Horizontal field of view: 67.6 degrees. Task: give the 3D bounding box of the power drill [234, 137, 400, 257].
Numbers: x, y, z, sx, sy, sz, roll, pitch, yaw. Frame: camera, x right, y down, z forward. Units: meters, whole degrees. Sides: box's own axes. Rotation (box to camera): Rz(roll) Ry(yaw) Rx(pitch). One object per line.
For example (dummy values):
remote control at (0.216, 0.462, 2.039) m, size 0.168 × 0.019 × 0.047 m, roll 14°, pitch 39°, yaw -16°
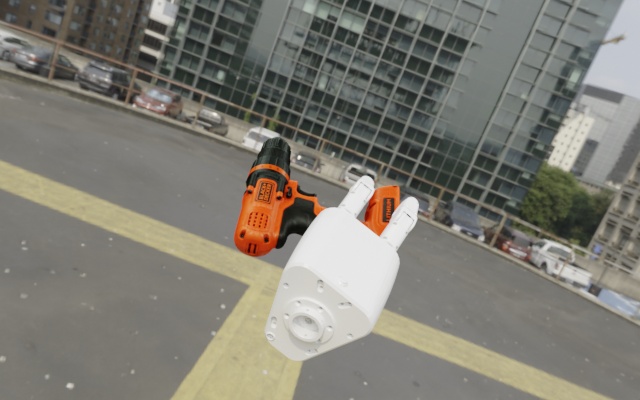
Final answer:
power drill at (0.001, 0.002, 0.583) m, size 0.187 × 0.184 × 0.057 m, roll 11°, pitch -42°, yaw -3°
